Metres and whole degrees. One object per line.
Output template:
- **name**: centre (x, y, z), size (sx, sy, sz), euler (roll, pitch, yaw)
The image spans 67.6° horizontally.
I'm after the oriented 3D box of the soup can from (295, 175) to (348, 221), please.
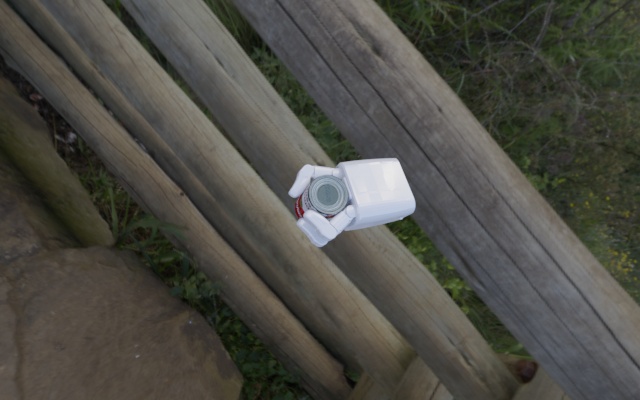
- **soup can**: centre (0.000, 0.002, 0.796), size (0.068, 0.068, 0.102), euler (0, -14, -15)
